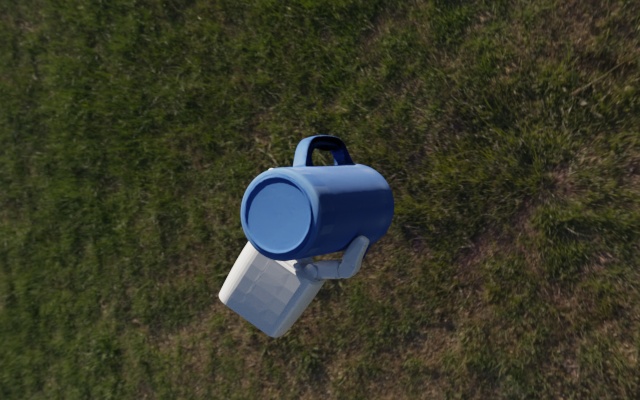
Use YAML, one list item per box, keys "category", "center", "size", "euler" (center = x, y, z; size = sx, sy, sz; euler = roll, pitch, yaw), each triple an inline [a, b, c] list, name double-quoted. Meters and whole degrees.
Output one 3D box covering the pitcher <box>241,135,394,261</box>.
- category: "pitcher"
  center: [0.000, 0.002, 0.646]
  size: [0.149, 0.145, 0.243]
  euler: [39, 17, 19]
